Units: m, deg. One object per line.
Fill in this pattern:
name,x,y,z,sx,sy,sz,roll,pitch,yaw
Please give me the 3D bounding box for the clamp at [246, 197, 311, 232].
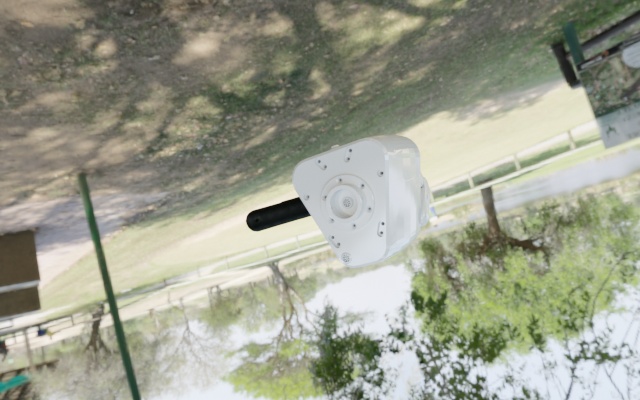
clamp,0.000,0.002,0.553,0.171,0.039,0.120,-18,6,25
